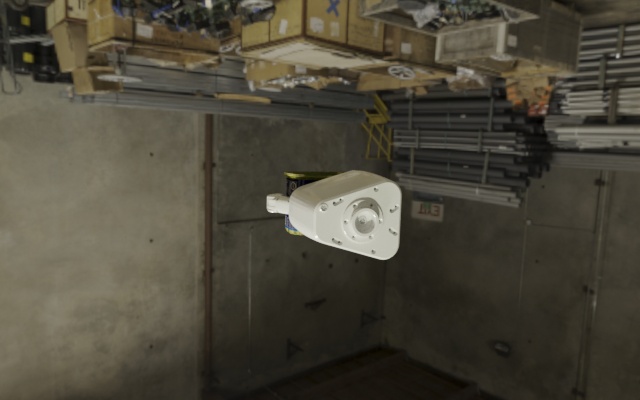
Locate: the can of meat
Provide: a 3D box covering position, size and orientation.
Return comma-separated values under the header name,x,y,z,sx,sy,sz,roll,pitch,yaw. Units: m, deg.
name,x,y,z,sx,sy,sz,roll,pitch,yaw
can of meat,0.000,0.003,0.677,0.102,0.084,0.057,-1,7,-20
